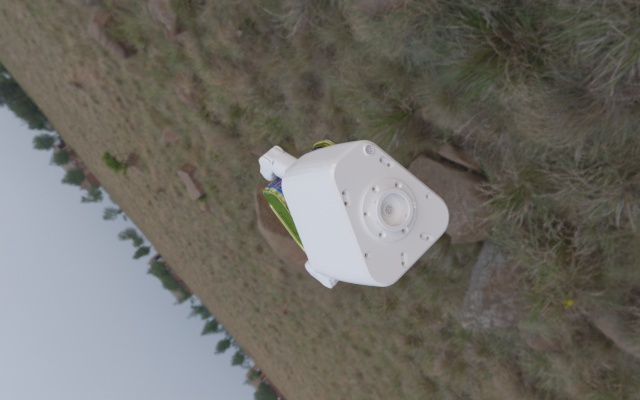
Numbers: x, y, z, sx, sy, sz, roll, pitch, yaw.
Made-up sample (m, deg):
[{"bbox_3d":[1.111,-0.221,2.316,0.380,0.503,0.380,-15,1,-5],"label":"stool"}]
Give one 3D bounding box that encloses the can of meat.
[{"bbox_3d":[0.000,0.002,0.511,0.084,0.102,0.057,-41,17,-19],"label":"can of meat"}]
